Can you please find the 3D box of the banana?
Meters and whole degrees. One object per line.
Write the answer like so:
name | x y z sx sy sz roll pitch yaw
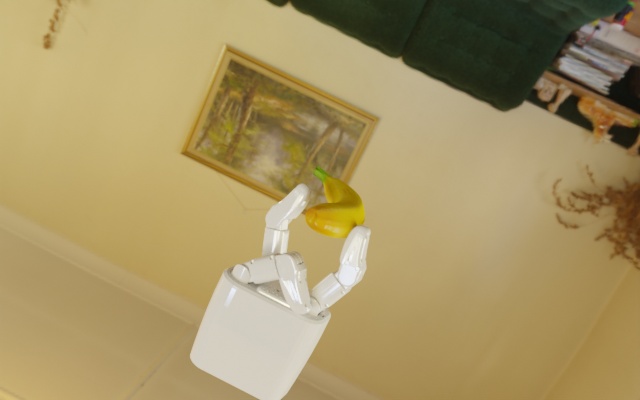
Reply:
banana | 0.017 0.009 0.513 0.069 0.037 0.197 25 13 -6
